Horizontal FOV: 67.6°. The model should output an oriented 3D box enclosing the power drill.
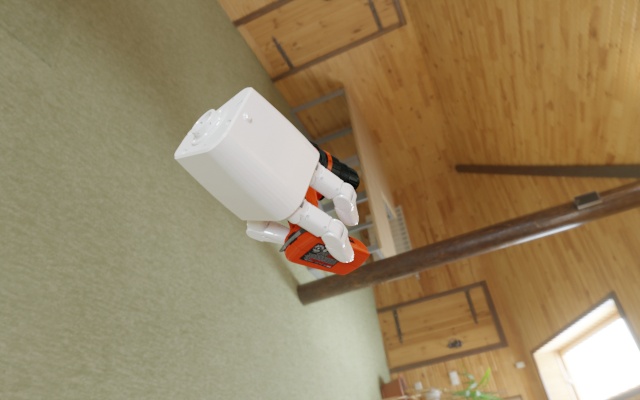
[{"bbox_3d":[0.000,0.002,0.621,0.184,0.187,0.057,19,-51,-37],"label":"power drill"}]
